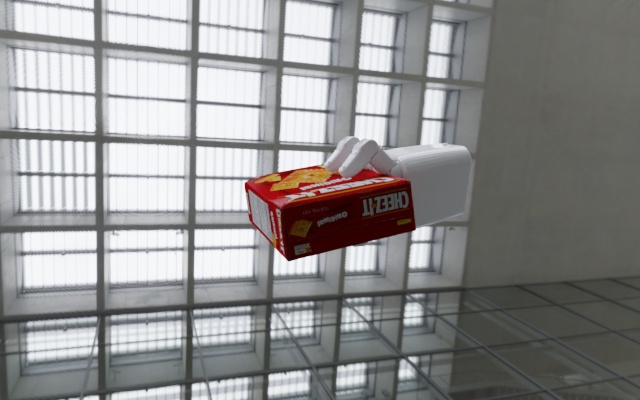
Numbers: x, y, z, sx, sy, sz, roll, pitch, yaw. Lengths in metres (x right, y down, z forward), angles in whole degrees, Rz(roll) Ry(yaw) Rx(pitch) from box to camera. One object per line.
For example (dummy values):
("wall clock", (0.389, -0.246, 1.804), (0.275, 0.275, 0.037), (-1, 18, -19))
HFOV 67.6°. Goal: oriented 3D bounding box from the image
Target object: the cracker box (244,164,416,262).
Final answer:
("cracker box", (0.000, 0.002, 0.635), (0.164, 0.072, 0.213), (-12, 14, -17))
